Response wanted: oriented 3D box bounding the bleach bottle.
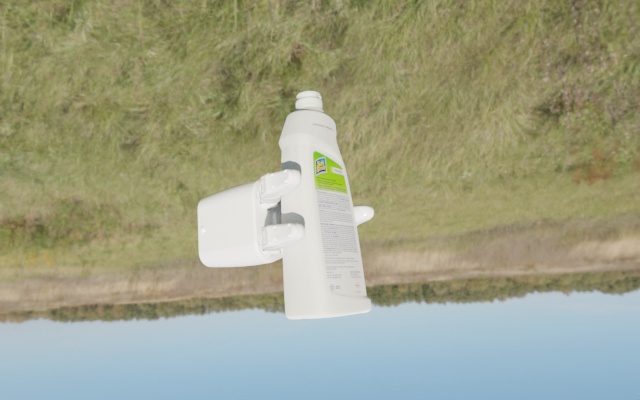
[{"bbox_3d":[0.000,0.002,0.539,0.068,0.250,0.102,-12,-13,35],"label":"bleach bottle"}]
